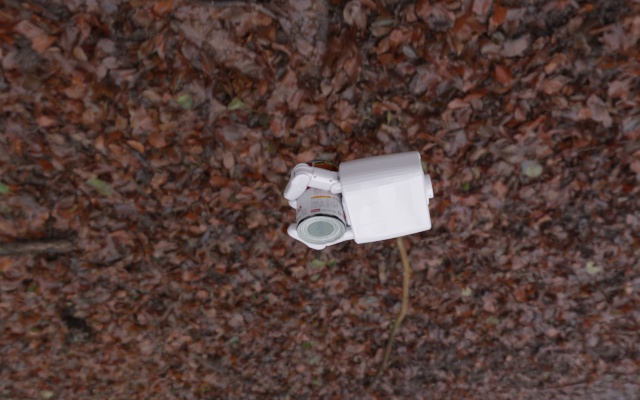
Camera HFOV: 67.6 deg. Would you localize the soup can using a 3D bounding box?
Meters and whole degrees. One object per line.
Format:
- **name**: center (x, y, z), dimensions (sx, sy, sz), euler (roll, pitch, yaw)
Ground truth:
- **soup can**: center (0.000, 0.002, 0.662), dimensions (0.068, 0.102, 0.069), euler (-1, -40, -1)
